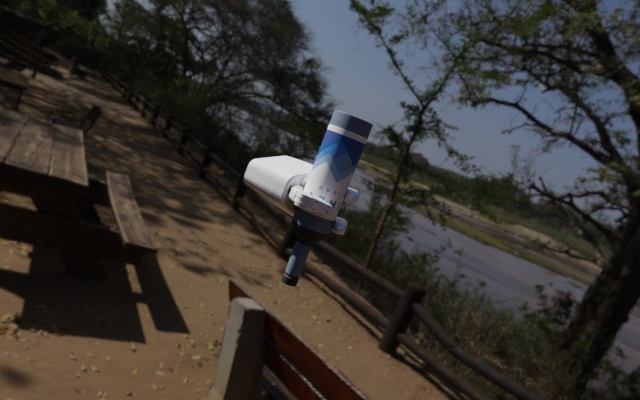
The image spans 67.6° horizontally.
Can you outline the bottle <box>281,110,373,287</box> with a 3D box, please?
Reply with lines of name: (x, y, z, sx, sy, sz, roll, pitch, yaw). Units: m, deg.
bottle: (0.000, 0.002, 0.783, 0.069, 0.296, 0.069, 21, 7, -3)
